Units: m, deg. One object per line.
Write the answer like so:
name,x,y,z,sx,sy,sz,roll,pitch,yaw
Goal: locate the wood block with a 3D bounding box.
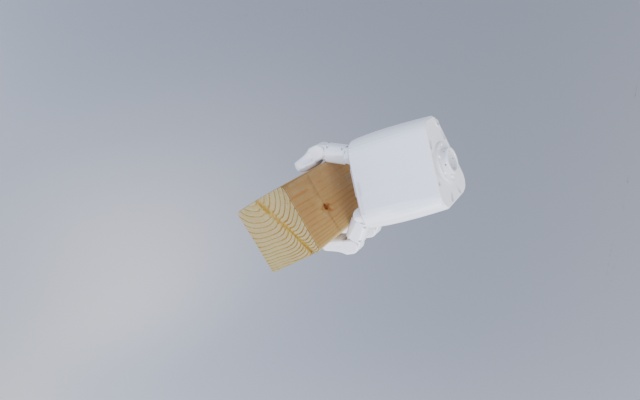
wood block,0.000,0.002,0.657,0.090,0.091,0.206,-29,3,38
